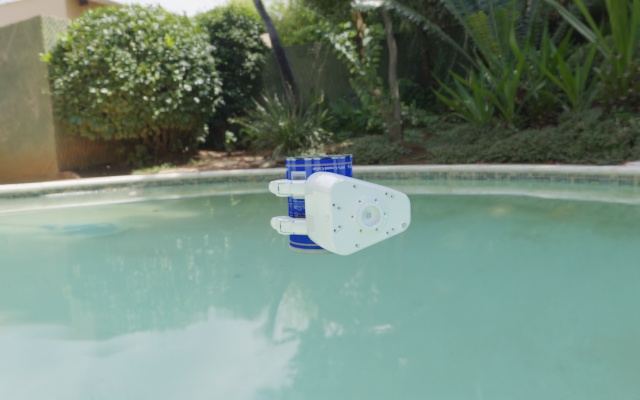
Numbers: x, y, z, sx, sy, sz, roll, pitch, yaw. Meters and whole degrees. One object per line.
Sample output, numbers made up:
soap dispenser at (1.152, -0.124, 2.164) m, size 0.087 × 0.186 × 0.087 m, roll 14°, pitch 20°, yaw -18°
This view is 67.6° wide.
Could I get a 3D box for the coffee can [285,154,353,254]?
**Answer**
coffee can at (0.000, 0.003, 0.727) m, size 0.103 × 0.140 × 0.103 m, roll -2°, pitch 6°, yaw 0°
